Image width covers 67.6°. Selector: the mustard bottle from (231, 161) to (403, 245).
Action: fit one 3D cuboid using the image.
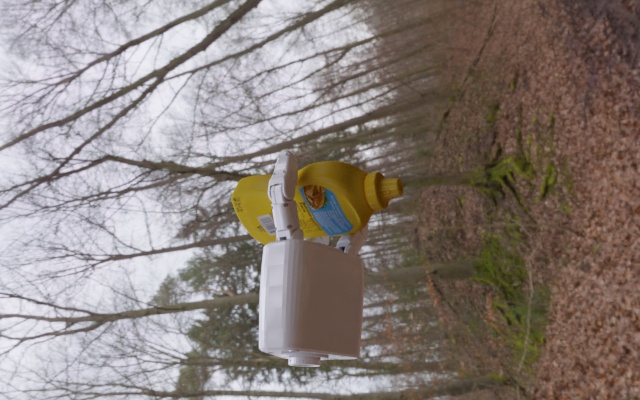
[{"bbox_3d":[0.000,0.002,0.542,0.191,0.096,0.058,-10,39,28],"label":"mustard bottle"}]
